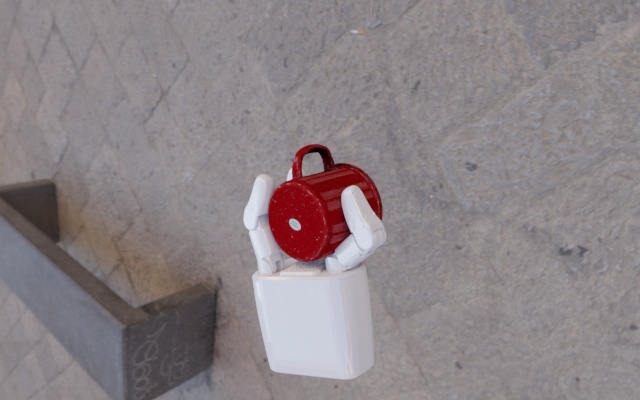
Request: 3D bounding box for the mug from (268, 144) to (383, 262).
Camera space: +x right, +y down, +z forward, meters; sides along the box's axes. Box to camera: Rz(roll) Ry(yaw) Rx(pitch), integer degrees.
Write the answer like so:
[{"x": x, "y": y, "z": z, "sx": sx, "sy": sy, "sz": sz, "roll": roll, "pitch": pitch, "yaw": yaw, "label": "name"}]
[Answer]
[{"x": 0.000, "y": 0.000, "z": 0.480, "sx": 0.093, "sy": 0.117, "sz": 0.081, "roll": -3, "pitch": 9, "yaw": 42, "label": "mug"}]
